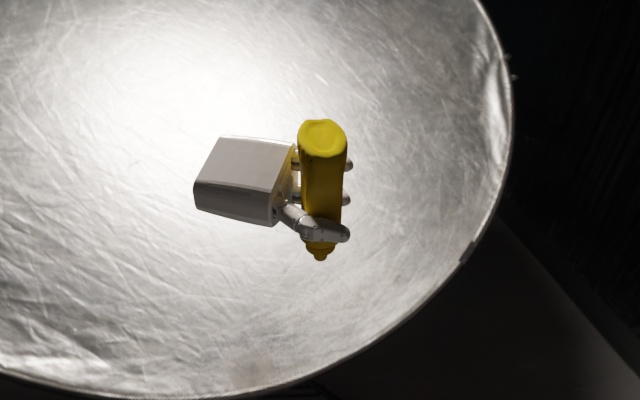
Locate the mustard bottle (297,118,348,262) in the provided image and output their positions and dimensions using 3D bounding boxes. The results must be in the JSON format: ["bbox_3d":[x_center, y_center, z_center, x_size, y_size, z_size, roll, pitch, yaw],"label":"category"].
[{"bbox_3d":[0.000,0.002,0.599,0.058,0.192,0.096,-4,37,-7],"label":"mustard bottle"}]
